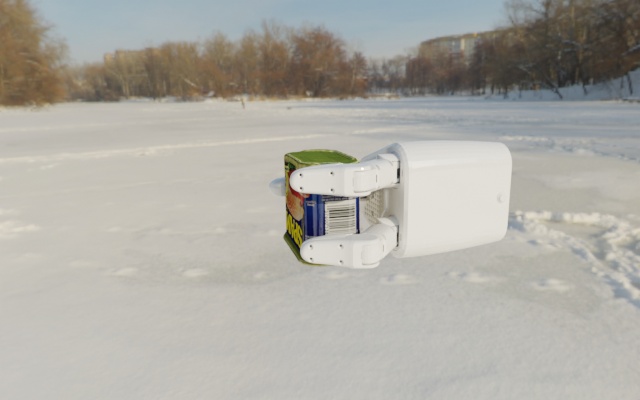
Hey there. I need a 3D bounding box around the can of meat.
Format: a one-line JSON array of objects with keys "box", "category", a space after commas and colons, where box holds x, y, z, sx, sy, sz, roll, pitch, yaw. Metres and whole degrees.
[{"box": [0.000, 0.001, 0.423, 0.057, 0.084, 0.102, -4, 13, -14], "category": "can of meat"}]
